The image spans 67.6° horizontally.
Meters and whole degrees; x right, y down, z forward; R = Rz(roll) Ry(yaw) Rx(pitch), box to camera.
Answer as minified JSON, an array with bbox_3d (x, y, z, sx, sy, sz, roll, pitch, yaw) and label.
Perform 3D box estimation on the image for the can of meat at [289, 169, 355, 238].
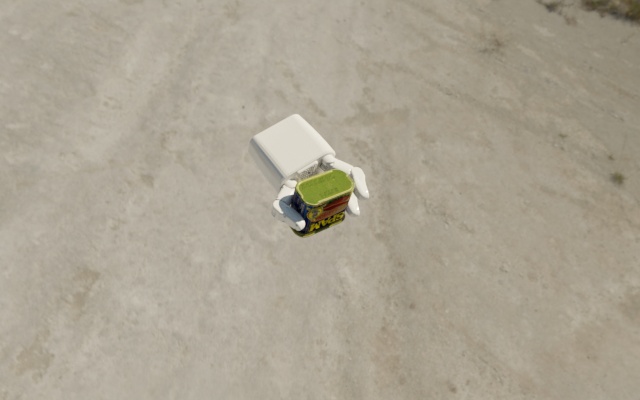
[{"bbox_3d":[0.000,0.002,0.771,0.102,0.057,0.084,-22,-31,-28],"label":"can of meat"}]
